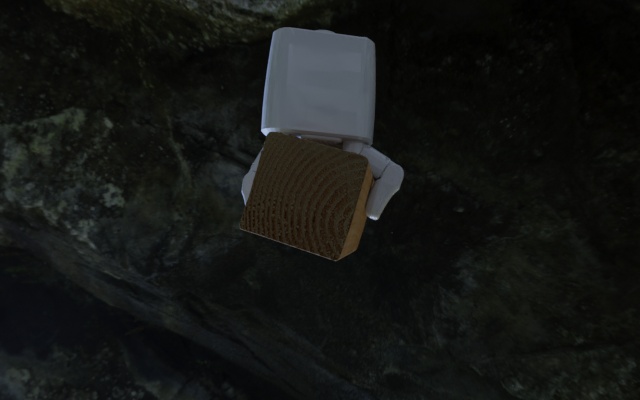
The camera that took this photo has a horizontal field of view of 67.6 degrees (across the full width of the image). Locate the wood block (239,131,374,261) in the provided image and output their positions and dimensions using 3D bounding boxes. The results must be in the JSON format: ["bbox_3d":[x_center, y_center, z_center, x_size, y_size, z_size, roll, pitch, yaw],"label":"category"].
[{"bbox_3d":[0.001,0.001,0.492,0.091,0.090,0.206,17,-1,9],"label":"wood block"}]
